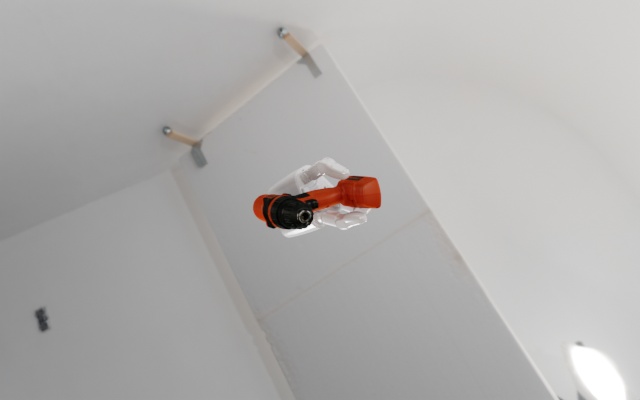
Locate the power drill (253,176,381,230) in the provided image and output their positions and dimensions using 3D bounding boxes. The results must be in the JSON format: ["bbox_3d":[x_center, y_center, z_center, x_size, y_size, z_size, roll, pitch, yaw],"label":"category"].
[{"bbox_3d":[0.000,0.002,0.766,0.187,0.057,0.184,-11,10,-25],"label":"power drill"}]
